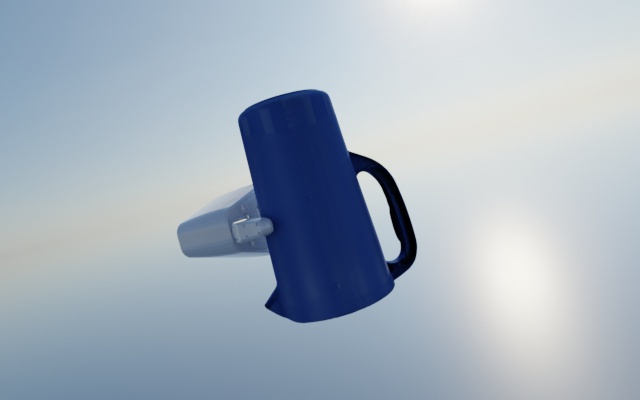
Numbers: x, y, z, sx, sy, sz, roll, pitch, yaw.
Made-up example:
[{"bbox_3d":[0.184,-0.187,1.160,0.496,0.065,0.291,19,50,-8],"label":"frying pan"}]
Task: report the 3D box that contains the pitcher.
[{"bbox_3d":[0.000,0.002,0.546,0.145,0.243,0.149,-13,4,39],"label":"pitcher"}]
